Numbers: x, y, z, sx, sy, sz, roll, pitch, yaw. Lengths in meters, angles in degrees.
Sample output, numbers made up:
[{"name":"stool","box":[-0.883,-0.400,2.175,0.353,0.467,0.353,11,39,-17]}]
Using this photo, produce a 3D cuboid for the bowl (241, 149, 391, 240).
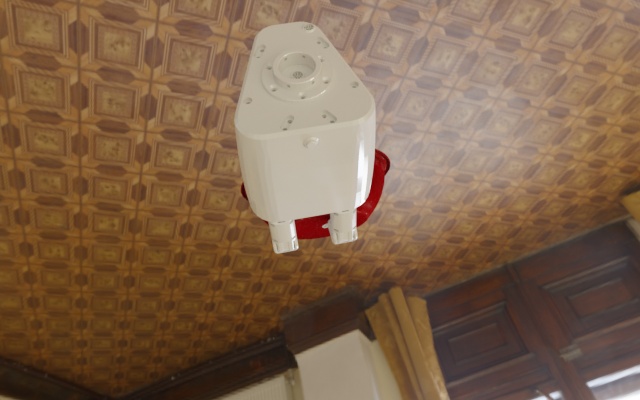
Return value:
[{"name":"bowl","box":[0.000,0.002,0.504,0.162,0.055,0.162,-10,-19,-3]}]
